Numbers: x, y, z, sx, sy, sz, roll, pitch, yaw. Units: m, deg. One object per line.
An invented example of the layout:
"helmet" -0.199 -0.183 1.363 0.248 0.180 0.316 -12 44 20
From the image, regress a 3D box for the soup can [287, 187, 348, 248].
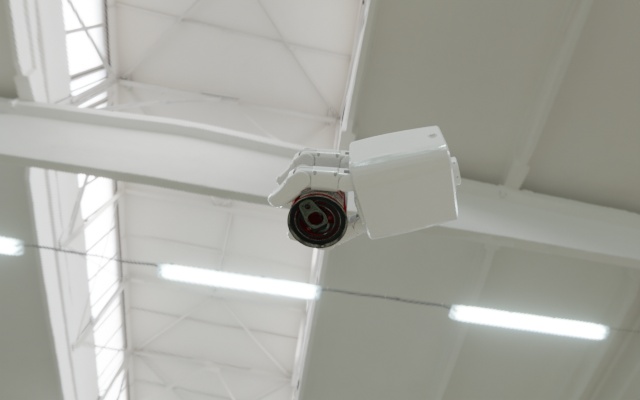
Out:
"soup can" 0.000 0.002 0.576 0.068 0.068 0.102 0 27 5
